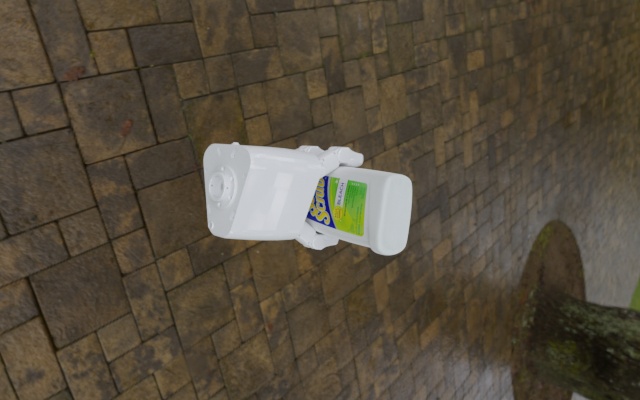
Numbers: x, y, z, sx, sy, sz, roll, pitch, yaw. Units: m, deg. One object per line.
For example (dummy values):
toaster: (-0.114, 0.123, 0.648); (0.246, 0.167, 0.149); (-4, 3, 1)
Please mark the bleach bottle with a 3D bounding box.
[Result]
bleach bottle: (0.000, 0.002, 0.653); (0.251, 0.102, 0.068); (8, 3, 42)
